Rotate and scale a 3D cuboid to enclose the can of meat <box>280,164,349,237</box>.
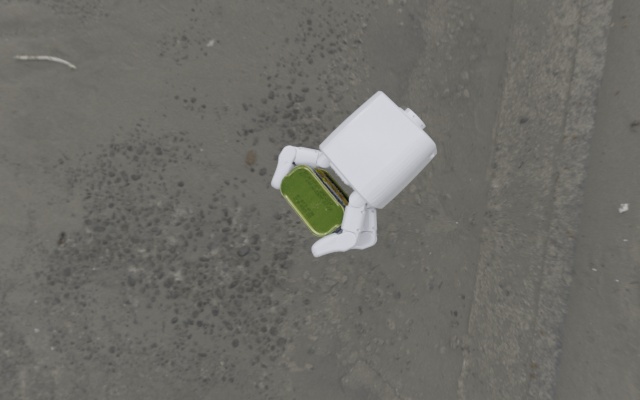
[{"bbox_3d":[0.000,0.002,0.634,0.057,0.102,0.084,-42,-12,10],"label":"can of meat"}]
